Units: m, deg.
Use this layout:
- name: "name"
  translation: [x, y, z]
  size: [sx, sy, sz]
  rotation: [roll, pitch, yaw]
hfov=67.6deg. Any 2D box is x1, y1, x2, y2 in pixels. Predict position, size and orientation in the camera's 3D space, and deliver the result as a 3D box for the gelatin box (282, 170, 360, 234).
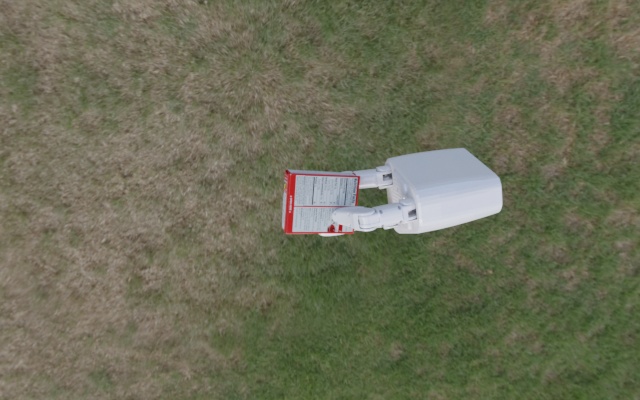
- name: "gelatin box"
  translation: [0.000, 0.002, 0.576]
  size: [0.089, 0.073, 0.030]
  rotation: [1, 13, -16]
